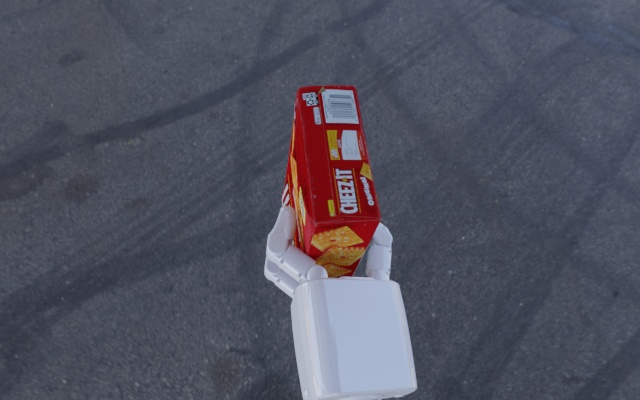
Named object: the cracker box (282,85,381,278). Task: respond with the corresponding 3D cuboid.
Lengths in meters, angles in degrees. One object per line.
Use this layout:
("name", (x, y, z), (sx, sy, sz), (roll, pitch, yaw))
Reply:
("cracker box", (0.000, 0.002, 0.547), (0.072, 0.164, 0.214), (-2, -29, -10))
